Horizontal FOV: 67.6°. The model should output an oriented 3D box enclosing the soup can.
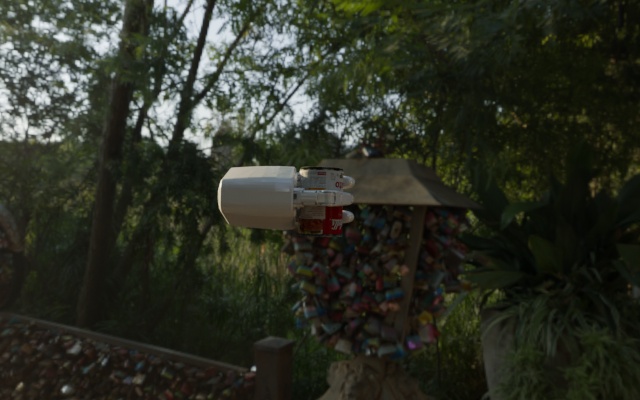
[{"bbox_3d":[0.001,0.002,0.721,0.068,0.102,0.068,2,-1,0],"label":"soup can"}]
